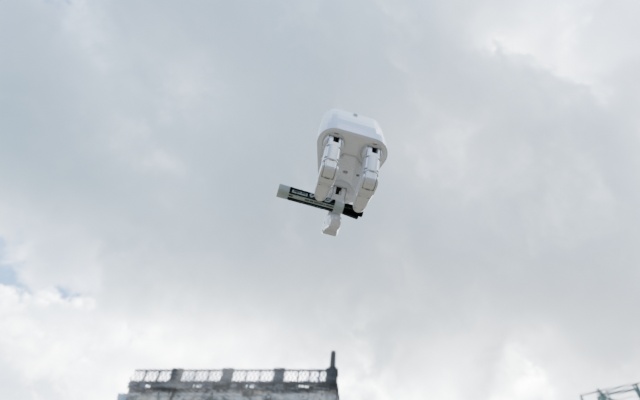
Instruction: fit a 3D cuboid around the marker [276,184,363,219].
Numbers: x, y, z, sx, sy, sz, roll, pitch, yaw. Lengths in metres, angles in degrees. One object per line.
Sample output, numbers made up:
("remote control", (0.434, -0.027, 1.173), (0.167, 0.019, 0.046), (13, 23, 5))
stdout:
("marker", (0.000, 0.002, 0.652), (0.121, 0.020, 0.020), (16, -2, -5))
